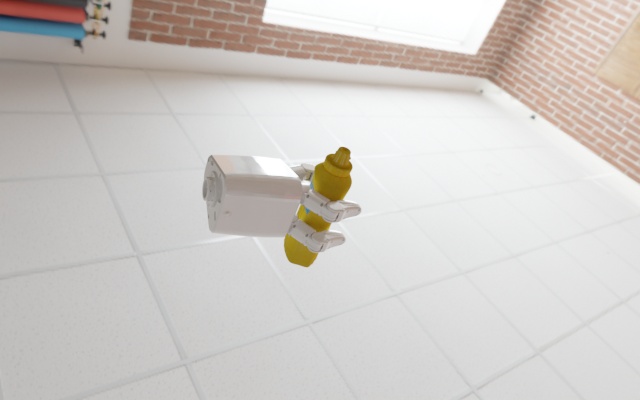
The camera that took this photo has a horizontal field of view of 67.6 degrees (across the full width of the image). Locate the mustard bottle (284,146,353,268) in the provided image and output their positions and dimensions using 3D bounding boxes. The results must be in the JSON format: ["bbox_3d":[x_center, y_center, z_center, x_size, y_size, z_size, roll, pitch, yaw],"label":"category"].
[{"bbox_3d":[0.000,0.003,0.707,0.058,0.192,0.096,19,34,-8],"label":"mustard bottle"}]
